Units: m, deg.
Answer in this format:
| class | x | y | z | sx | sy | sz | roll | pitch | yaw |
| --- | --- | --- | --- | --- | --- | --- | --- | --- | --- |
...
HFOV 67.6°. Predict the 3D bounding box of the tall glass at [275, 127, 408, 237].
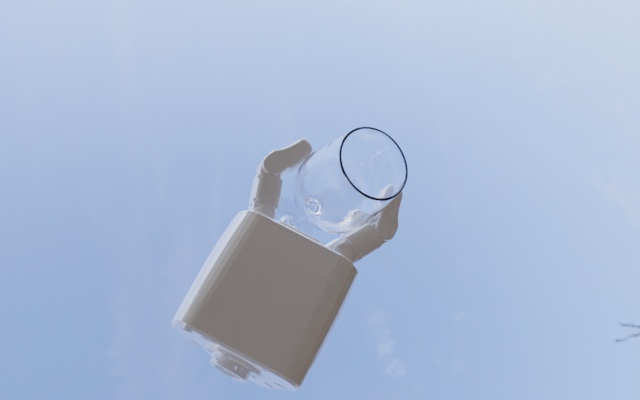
| class | x | y | z | sx | sy | sz | roll | pitch | yaw |
| --- | --- | --- | --- | --- | --- | --- | --- | --- | --- |
| tall glass | 0.000 | 0.002 | 0.453 | 0.079 | 0.079 | 0.201 | 0 | -18 | -26 |
